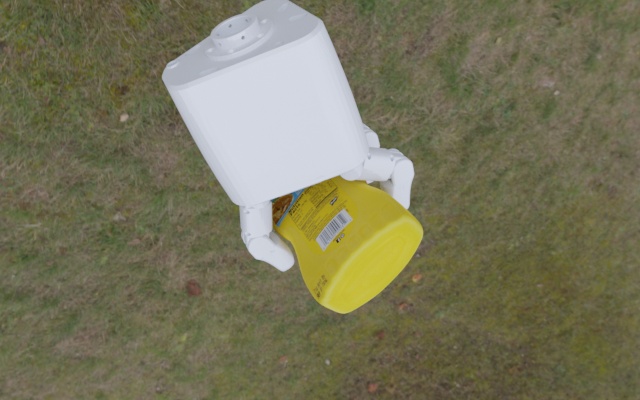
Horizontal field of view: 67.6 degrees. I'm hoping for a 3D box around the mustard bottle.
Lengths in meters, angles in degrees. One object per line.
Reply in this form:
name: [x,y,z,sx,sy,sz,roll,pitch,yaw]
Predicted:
mustard bottle: [0.000,0.002,0.422,0.058,0.096,0.191,34,12,-41]
